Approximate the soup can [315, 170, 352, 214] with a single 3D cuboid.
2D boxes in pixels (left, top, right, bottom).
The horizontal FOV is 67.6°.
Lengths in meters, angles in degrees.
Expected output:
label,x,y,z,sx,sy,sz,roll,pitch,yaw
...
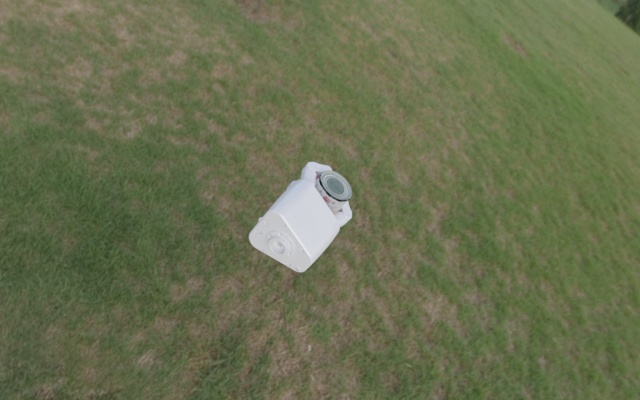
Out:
label,x,y,z,sx,sy,sz,roll,pitch,yaw
soup can,0.001,0.002,0.847,0.068,0.068,0.102,0,-36,-41
